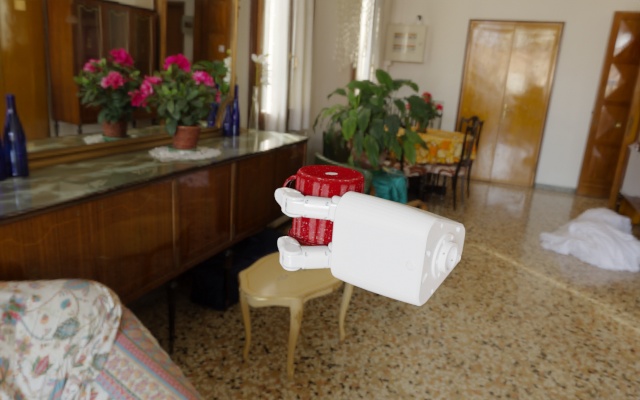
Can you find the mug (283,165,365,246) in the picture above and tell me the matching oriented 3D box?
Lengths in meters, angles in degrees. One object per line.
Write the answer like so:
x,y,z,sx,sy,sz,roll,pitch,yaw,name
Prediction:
-0.001,0.001,0.583,0.117,0.081,0.093,17,20,35,mug
